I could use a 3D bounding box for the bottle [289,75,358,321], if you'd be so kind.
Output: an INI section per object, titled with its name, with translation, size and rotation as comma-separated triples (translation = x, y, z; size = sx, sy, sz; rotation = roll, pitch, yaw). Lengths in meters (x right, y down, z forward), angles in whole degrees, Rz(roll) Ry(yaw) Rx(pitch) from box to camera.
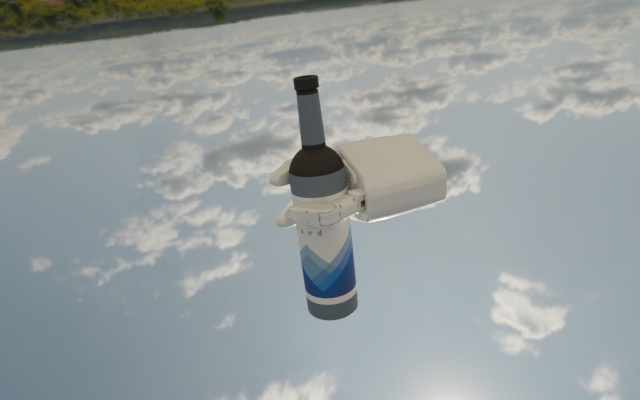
[bottle]
translation = 0.000, 0.002, 0.571
size = 0.069, 0.296, 0.069
rotation = -6, 22, 2
